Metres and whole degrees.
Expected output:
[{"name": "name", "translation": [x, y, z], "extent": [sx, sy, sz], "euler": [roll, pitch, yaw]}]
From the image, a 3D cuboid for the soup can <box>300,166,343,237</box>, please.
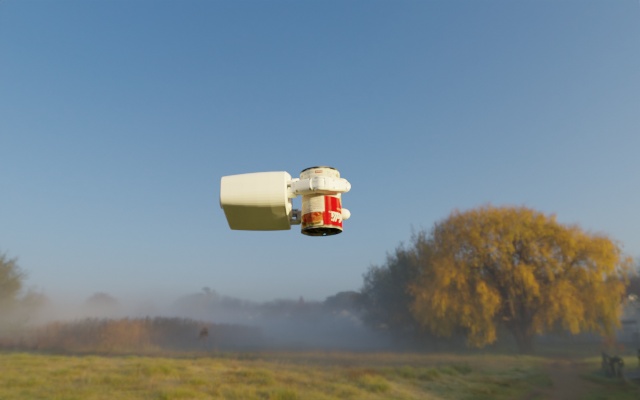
[{"name": "soup can", "translation": [0.001, 0.002, 0.784], "extent": [0.068, 0.102, 0.068], "euler": [-2, -17, -1]}]
